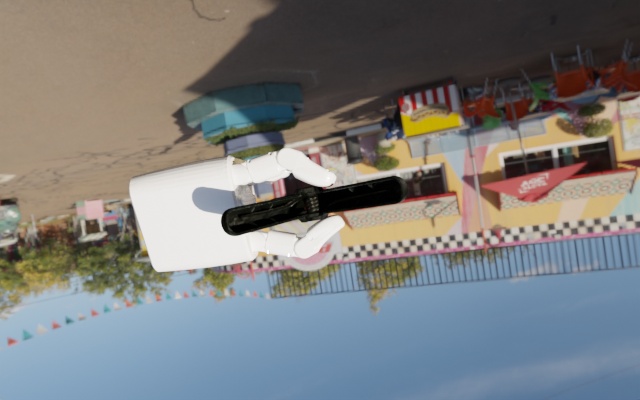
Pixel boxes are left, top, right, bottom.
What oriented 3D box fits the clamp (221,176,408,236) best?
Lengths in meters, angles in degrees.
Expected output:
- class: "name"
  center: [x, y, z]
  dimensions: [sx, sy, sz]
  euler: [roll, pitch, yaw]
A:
- class: "clamp"
  center: [0.000, 0.002, 0.500]
  dimensions: [0.164, 0.036, 0.210]
  euler: [-10, 1, 4]
